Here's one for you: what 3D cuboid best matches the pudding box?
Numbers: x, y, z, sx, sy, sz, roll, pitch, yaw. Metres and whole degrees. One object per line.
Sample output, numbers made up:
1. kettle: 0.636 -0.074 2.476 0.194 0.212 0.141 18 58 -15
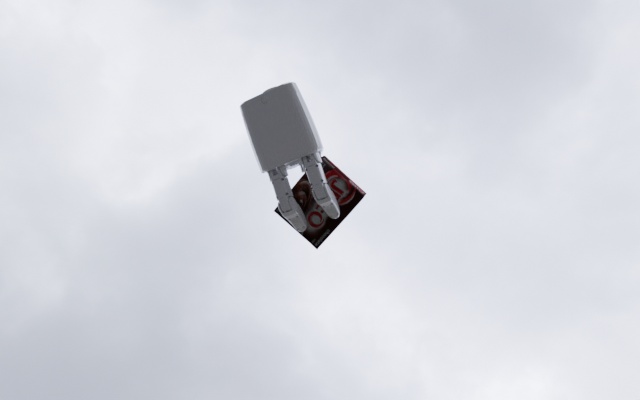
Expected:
1. pudding box: 0.000 0.002 0.722 0.090 0.113 0.039 42 16 4
